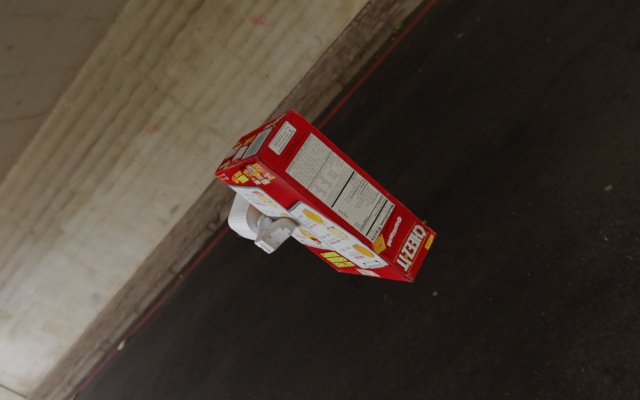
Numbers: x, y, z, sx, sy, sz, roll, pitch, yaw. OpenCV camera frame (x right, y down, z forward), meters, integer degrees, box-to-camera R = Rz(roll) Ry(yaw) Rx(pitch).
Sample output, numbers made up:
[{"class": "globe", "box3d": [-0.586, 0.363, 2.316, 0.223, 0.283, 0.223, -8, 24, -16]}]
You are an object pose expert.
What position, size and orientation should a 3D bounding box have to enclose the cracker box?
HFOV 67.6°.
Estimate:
[{"class": "cracker box", "box3d": [0.000, 0.002, 0.544, 0.214, 0.072, 0.164, 39, -19, -19]}]
